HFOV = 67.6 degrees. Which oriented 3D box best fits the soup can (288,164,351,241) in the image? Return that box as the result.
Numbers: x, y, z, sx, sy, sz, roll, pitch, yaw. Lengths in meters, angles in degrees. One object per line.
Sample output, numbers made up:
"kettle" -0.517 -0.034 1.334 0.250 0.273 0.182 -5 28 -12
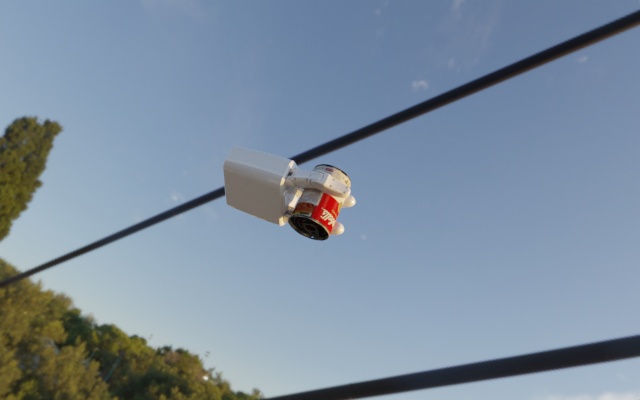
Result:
"soup can" 0.001 0.002 0.749 0.068 0.102 0.068 19 -28 11
